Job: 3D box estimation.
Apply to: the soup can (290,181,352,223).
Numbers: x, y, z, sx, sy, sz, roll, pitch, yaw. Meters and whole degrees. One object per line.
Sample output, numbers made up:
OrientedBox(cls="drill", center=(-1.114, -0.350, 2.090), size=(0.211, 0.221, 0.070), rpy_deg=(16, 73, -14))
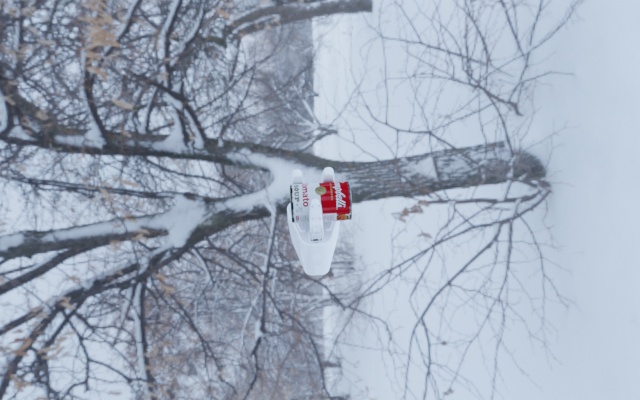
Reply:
OrientedBox(cls="soup can", center=(0.000, 0.002, 0.821), size=(0.102, 0.068, 0.068), rpy_deg=(-3, 0, -2))
